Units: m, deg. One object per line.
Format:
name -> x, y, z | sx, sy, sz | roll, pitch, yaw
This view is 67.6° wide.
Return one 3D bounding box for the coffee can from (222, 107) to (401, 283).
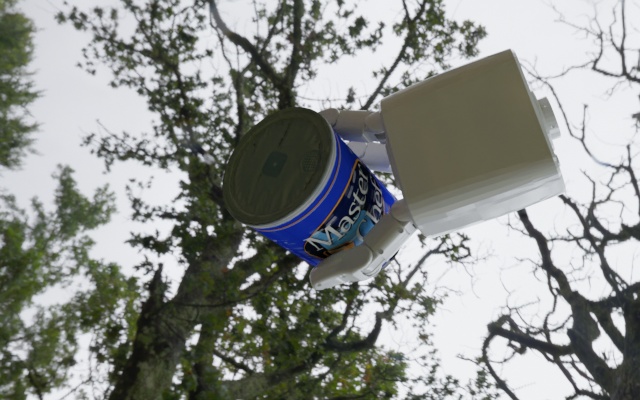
coffee can -> 0.000, 0.001, 0.414 | 0.103, 0.102, 0.140 | 0, -25, 34
